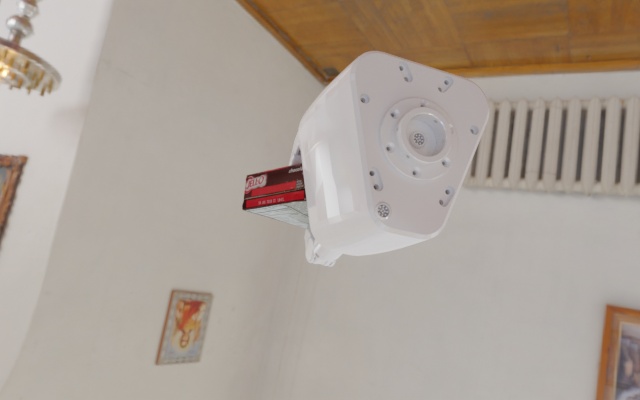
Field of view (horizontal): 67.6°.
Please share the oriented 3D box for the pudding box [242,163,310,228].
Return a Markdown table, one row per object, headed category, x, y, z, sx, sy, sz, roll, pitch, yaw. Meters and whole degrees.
| category | x | y | z | sx | sy | sz | roll | pitch | yaw |
| --- | --- | --- | --- | --- | --- | --- | --- | --- | --- |
| pudding box | 0.000 | 0.002 | 0.434 | 0.090 | 0.039 | 0.113 | -7 | -21 | 45 |
